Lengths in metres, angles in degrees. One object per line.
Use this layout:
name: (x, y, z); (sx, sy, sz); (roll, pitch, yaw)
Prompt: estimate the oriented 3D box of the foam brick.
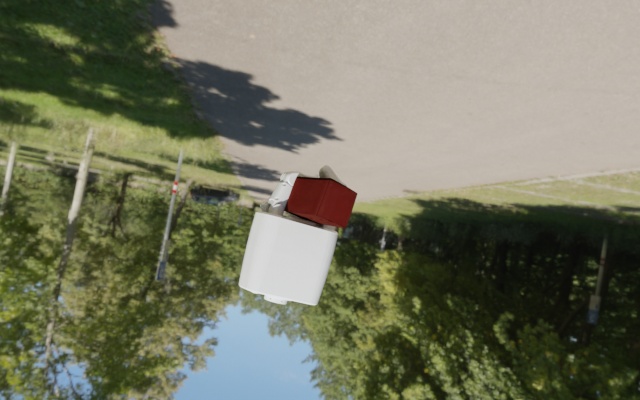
foam brick: (0.000, 0.002, 0.632); (0.053, 0.051, 0.078); (26, -12, -35)
